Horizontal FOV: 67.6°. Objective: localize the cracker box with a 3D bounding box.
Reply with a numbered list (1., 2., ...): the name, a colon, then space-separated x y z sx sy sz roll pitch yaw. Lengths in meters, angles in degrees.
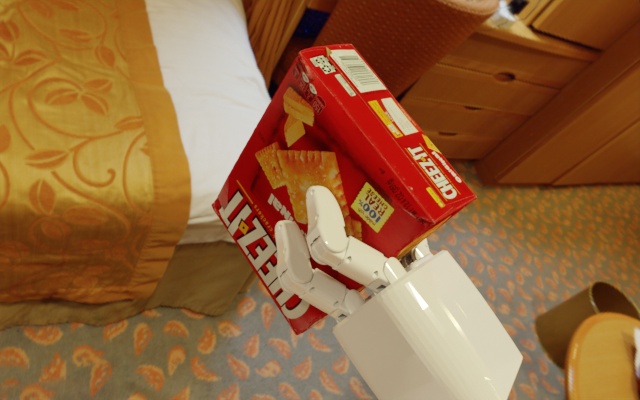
1. cracker box: 0.000 0.001 0.420 0.072 0.164 0.214 -22 -20 -43
